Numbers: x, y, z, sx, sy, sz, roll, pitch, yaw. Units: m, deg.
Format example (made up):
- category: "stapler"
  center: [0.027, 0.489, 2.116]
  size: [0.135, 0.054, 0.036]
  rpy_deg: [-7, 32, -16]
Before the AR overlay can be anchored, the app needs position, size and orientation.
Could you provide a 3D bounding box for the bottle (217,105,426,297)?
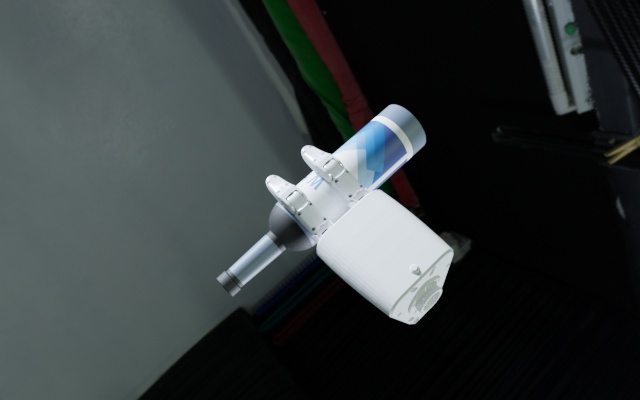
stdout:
- category: "bottle"
  center: [0.000, 0.002, 0.564]
  size: [0.295, 0.069, 0.069]
  rpy_deg: [-42, 11, -13]
